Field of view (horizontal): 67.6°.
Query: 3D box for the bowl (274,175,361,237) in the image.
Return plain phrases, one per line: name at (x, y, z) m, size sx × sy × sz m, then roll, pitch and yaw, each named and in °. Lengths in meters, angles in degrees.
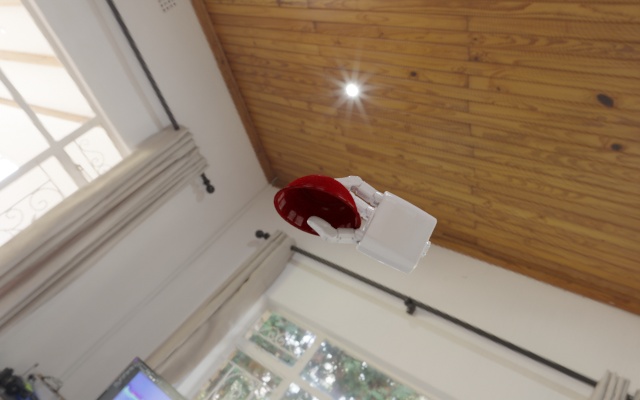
bowl at (-0.001, 0.002, 0.857) m, size 0.162 × 0.055 × 0.162 m, roll 13°, pitch -32°, yaw 8°
